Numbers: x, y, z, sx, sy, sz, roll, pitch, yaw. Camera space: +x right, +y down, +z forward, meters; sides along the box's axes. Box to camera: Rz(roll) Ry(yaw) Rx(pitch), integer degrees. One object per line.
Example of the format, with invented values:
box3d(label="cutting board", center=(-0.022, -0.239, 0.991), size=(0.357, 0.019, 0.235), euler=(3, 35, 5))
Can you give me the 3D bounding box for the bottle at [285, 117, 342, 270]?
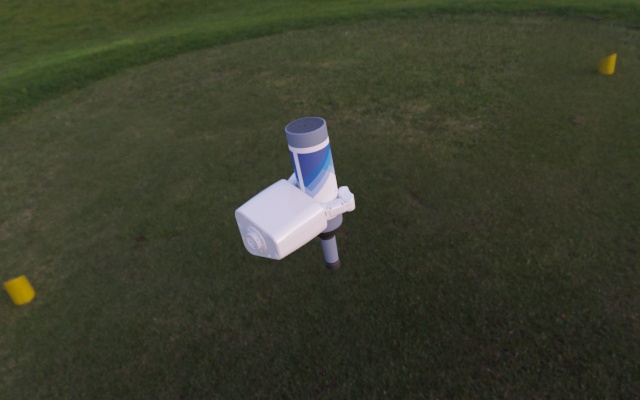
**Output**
box3d(label="bottle", center=(0.000, 0.002, 0.841), size=(0.069, 0.296, 0.069), euler=(-8, 32, 5))
